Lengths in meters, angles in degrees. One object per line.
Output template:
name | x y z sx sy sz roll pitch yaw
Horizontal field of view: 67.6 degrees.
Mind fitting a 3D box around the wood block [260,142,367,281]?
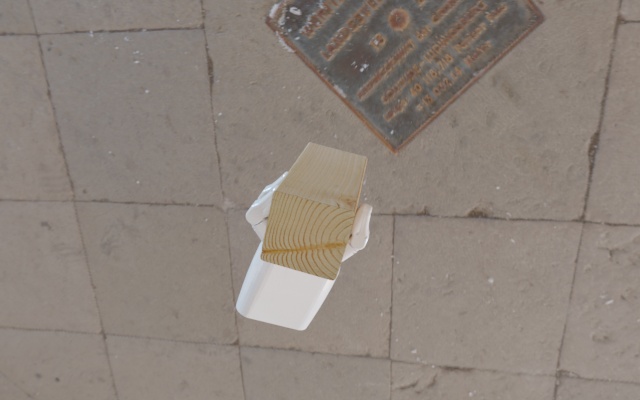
wood block | 0.000 0.002 0.607 0.091 0.090 0.206 16 23 3
